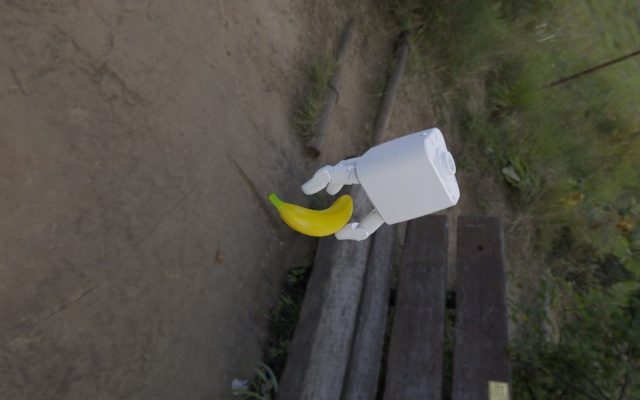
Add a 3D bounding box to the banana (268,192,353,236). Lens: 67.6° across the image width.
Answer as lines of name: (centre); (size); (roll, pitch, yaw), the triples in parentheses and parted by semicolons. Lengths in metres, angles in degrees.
banana: (0.003, 0.020, 0.721); (0.037, 0.069, 0.198); (-22, -14, 32)
